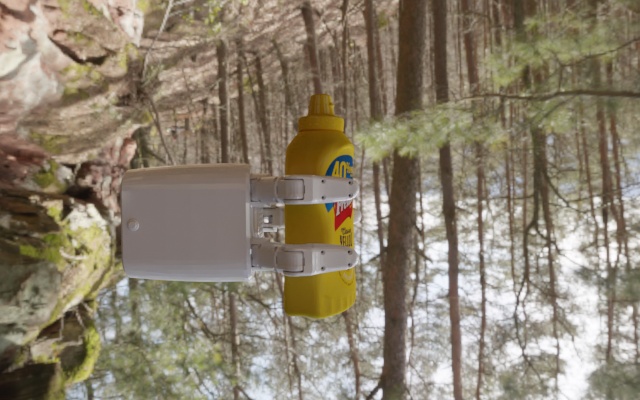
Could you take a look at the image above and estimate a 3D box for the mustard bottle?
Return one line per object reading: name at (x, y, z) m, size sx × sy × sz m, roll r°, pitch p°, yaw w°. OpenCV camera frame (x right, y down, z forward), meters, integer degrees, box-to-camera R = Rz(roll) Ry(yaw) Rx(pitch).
mustard bottle at (0.000, 0.002, 0.431) m, size 0.058 × 0.191 × 0.096 m, roll 0°, pitch 1°, yaw 23°
